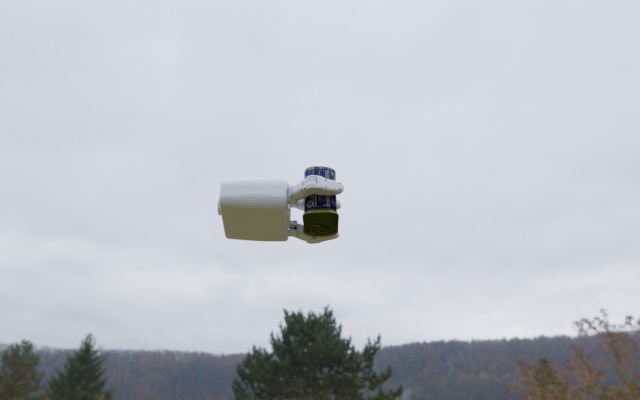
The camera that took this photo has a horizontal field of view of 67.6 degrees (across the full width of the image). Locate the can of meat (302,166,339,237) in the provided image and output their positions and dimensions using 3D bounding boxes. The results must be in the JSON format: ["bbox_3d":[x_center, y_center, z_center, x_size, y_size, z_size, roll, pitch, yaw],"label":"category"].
[{"bbox_3d":[0.000,0.002,0.787,0.057,0.084,0.102,-1,-26,1],"label":"can of meat"}]
